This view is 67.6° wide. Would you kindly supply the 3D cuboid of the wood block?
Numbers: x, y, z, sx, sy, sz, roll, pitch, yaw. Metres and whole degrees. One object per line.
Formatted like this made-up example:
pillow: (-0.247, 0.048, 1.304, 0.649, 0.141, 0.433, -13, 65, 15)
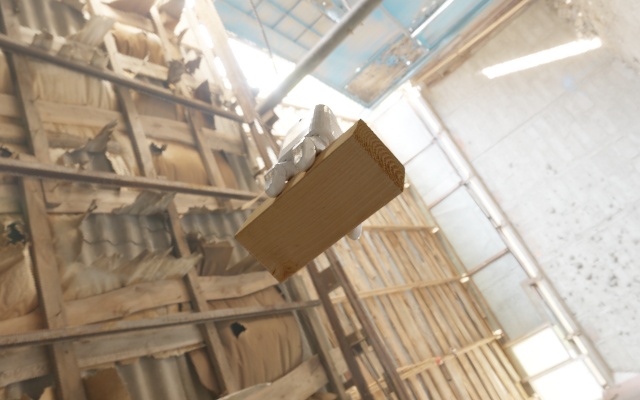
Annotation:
wood block: (0.000, 0.002, 0.615, 0.206, 0.091, 0.090, -39, 11, 24)
